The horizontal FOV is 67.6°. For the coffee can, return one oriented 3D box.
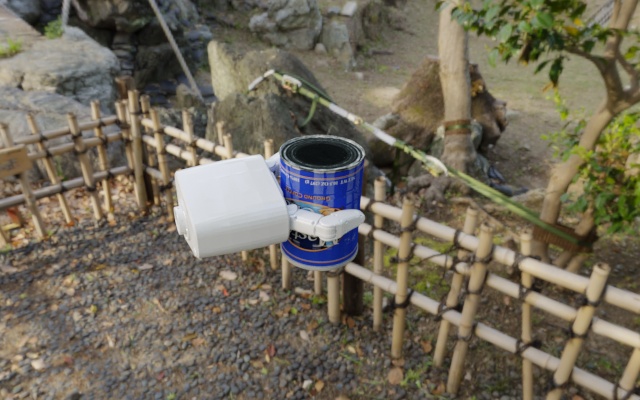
[{"bbox_3d":[0.000,0.002,0.600,0.103,0.140,0.102,1,30,-1],"label":"coffee can"}]
